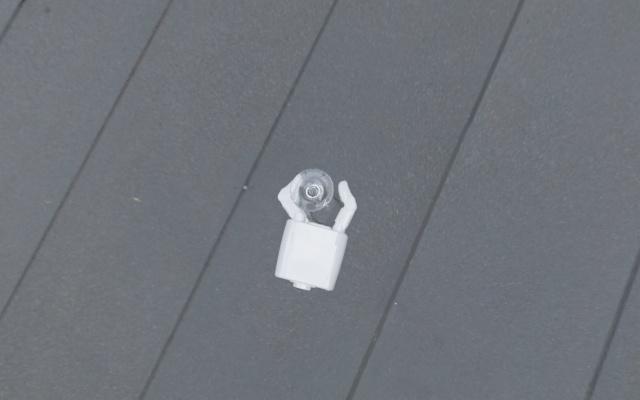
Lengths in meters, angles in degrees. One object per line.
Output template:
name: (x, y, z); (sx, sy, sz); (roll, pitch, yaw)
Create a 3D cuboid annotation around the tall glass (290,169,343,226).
tall glass: (0.000, 0.003, 0.899); (0.079, 0.079, 0.201); (0, -12, 9)
